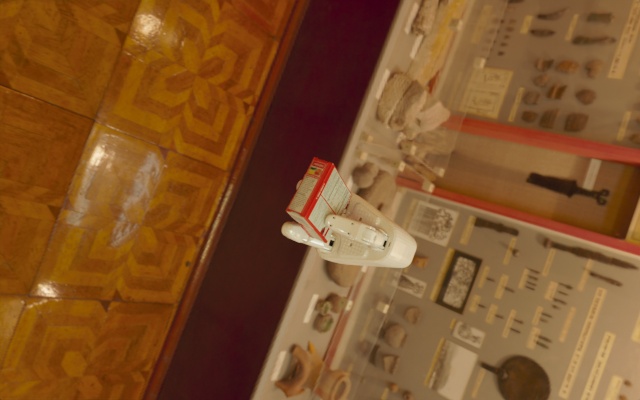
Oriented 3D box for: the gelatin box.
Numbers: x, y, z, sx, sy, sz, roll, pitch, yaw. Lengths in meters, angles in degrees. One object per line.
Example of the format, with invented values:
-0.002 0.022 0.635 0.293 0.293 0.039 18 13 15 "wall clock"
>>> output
0.000 0.002 0.574 0.030 0.073 0.089 20 -16 26 "gelatin box"
